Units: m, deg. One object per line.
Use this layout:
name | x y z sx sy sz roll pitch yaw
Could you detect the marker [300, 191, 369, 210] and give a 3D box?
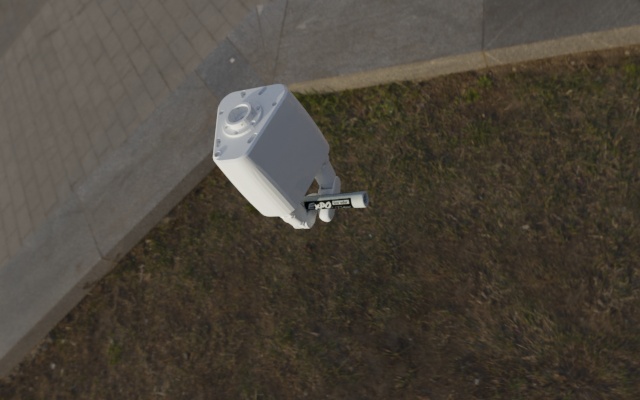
marker | 0.000 0.002 0.591 0.121 0.020 0.020 -4 -2 27
